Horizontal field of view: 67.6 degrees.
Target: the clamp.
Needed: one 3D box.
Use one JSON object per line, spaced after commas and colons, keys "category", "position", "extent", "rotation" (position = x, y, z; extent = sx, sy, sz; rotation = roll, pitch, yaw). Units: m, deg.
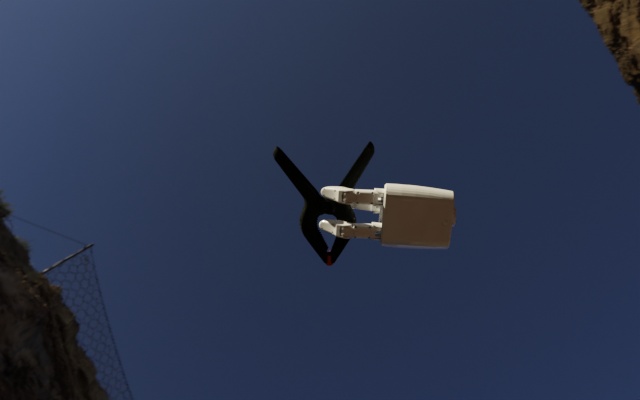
{"category": "clamp", "position": [0.000, 0.003, 0.790], "extent": [0.164, 0.210, 0.036], "rotation": [5, 13, 9]}
